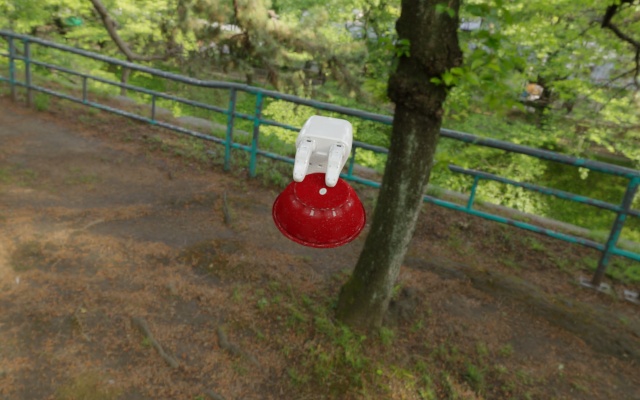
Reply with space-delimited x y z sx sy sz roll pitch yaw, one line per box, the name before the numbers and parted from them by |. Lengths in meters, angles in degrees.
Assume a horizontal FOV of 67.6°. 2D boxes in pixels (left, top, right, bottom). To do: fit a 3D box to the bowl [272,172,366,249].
bowl | 0.000 0.003 0.796 0.162 0.055 0.162 4 44 -3
